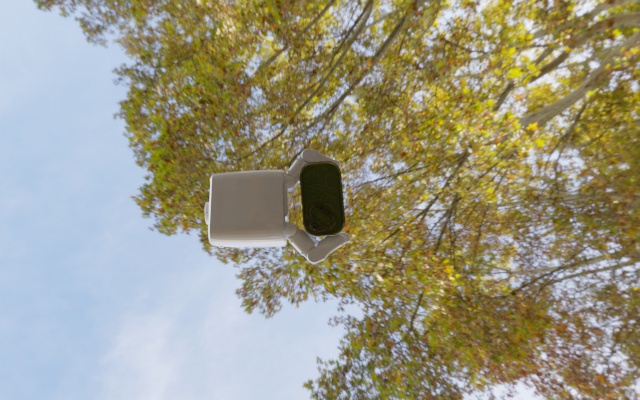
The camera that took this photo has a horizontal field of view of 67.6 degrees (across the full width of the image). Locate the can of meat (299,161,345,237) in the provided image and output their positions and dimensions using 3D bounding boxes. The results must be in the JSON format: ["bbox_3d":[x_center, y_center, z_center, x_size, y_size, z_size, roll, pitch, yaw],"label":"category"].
[{"bbox_3d":[0.000,0.002,0.684,0.057,0.102,0.084,-5,-7,-4],"label":"can of meat"}]
